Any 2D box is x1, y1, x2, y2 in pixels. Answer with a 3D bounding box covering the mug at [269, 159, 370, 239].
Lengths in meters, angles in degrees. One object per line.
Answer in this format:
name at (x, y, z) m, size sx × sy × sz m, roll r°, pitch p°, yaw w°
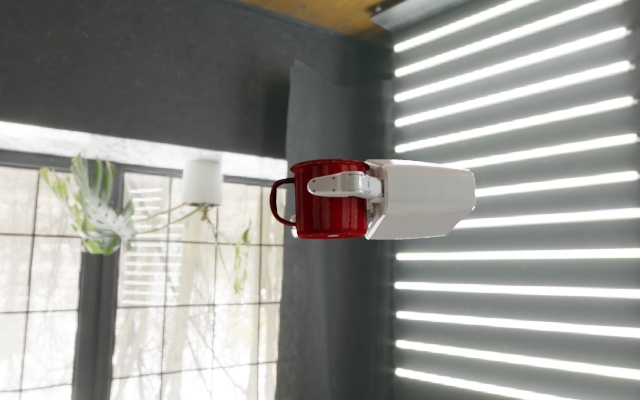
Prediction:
mug at (-0.001, 0.002, 0.547) m, size 0.117 × 0.081 × 0.093 m, roll 0°, pitch -8°, yaw -8°
